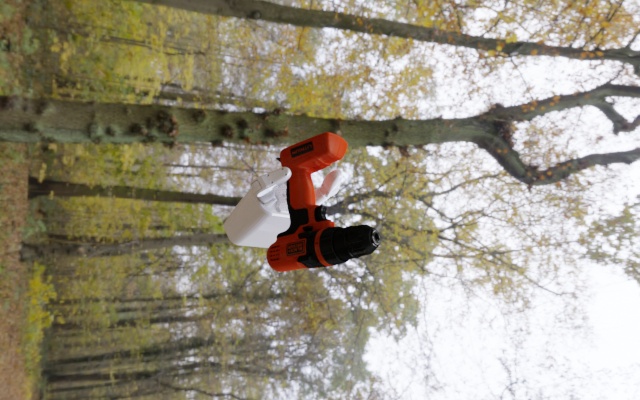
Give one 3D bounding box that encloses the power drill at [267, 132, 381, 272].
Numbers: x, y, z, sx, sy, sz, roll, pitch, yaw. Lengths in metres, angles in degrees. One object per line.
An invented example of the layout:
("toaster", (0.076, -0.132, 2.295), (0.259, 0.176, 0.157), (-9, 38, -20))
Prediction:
("power drill", (0.000, 0.002, 0.675), (0.184, 0.187, 0.057), (-15, -26, 35))
